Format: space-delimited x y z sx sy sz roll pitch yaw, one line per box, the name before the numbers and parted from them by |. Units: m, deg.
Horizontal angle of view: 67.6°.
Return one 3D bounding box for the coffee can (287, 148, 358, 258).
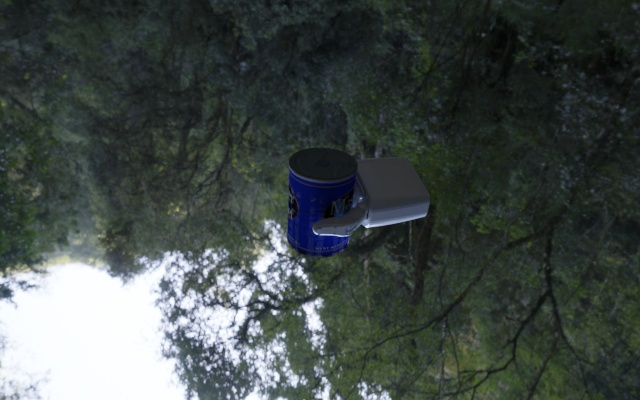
coffee can | 0.000 0.002 0.744 0.103 0.140 0.102 3 32 -2
